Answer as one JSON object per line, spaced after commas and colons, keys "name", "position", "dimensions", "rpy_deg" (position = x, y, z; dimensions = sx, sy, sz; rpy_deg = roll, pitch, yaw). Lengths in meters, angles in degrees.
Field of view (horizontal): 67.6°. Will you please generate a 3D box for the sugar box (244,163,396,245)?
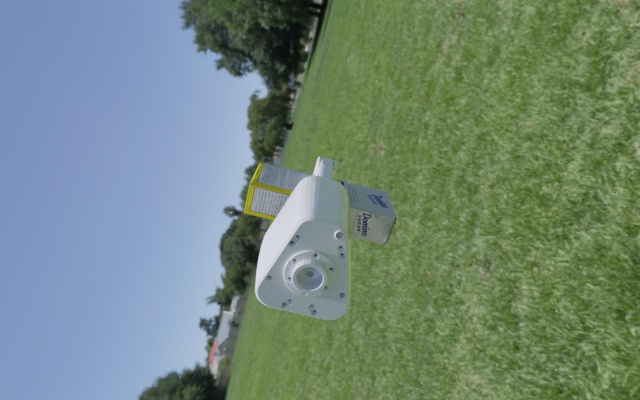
{"name": "sugar box", "position": [0.000, 0.002, 0.598], "dimensions": [0.176, 0.048, 0.093], "rpy_deg": [16, 21, -5]}
